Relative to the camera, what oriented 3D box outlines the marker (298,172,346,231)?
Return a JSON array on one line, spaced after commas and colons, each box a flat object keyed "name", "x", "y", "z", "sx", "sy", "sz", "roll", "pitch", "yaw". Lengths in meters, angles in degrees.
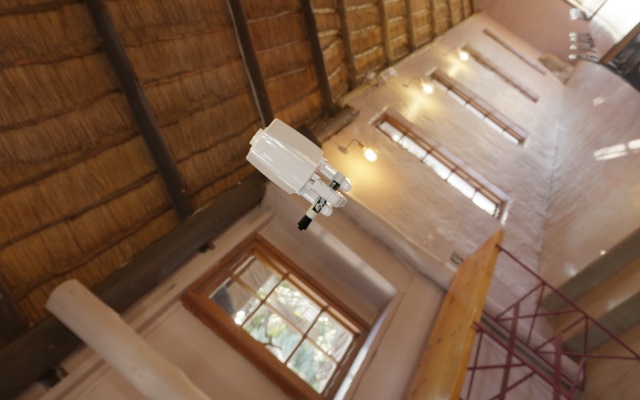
[{"name": "marker", "x": 0.000, "y": 0.003, "z": 0.827, "sx": 0.020, "sy": 0.121, "sz": 0.020, "roll": 37, "pitch": 6, "yaw": -5}]
